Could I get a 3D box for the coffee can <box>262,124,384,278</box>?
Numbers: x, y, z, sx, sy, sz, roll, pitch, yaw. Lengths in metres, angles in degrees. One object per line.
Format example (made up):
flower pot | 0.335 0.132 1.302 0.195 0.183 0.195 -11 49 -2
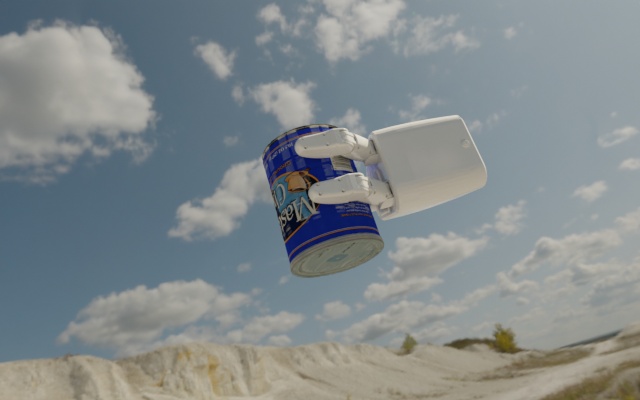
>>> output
coffee can | 0.000 0.002 0.531 0.103 0.140 0.103 -14 -24 -6
